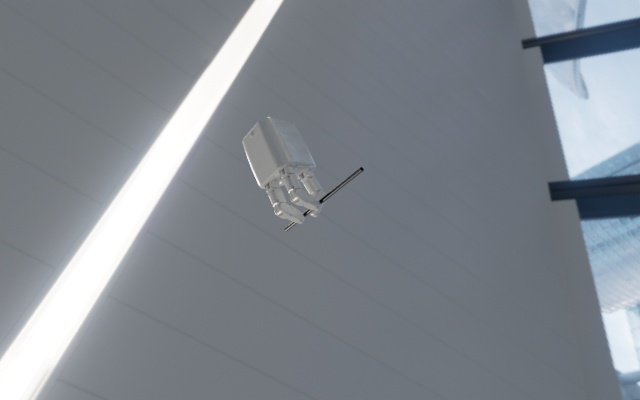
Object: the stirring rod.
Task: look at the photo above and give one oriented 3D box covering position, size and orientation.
[{"bbox_3d":[0.000,0.003,0.883,0.011,0.011,0.240,0,-28,-41],"label":"stirring rod"}]
